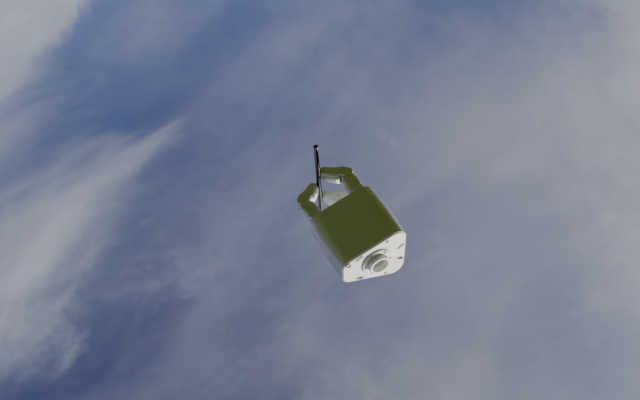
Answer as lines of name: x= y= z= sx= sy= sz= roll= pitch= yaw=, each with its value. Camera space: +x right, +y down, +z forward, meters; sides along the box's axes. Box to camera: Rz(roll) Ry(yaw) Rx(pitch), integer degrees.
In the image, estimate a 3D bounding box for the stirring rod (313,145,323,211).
stirring rod: x=0.000 y=0.003 z=0.825 sx=0.011 sy=0.240 sz=0.011 roll=-3 pitch=44 yaw=2
